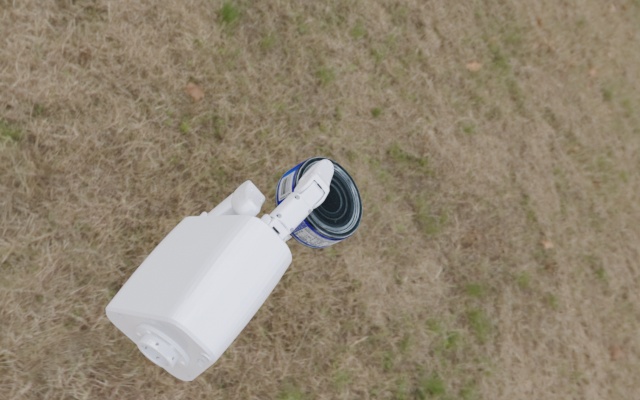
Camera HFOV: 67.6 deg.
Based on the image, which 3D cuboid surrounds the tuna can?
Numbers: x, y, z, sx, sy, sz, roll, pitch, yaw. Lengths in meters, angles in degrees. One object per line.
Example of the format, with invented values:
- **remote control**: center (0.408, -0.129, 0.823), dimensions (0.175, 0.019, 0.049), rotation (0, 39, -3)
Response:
- **tuna can**: center (0.000, 0.001, 0.464), dimensions (0.086, 0.086, 0.034), rotation (0, -19, -42)
